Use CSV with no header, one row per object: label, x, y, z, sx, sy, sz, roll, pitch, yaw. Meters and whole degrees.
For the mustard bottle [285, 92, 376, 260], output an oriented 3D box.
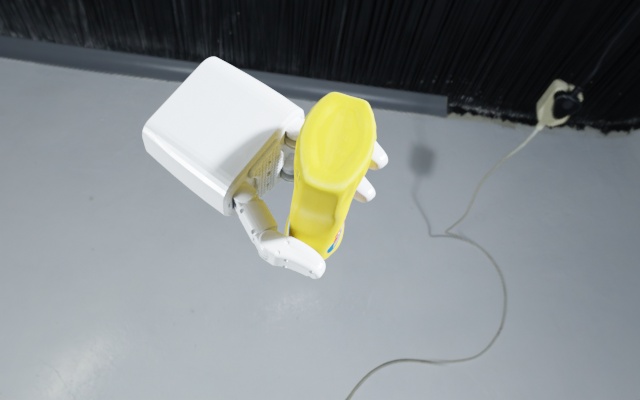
mustard bottle,0.000,0.001,0.432,0.058,0.096,0.192,15,-33,0
